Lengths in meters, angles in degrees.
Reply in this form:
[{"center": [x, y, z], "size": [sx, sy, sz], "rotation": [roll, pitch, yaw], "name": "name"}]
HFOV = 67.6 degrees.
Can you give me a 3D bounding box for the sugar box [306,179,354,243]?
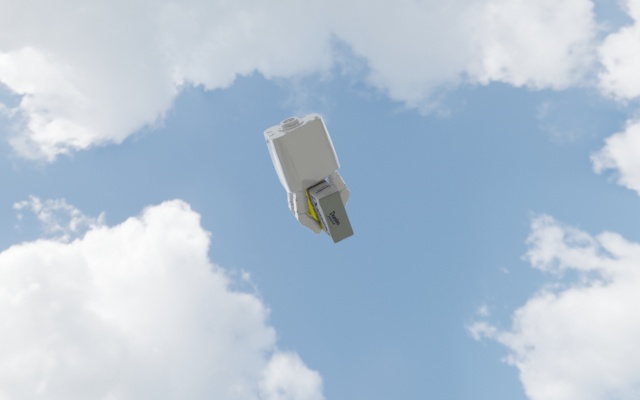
[{"center": [0.000, 0.003, 0.897], "size": [0.048, 0.093, 0.176], "rotation": [-24, 24, -8], "name": "sugar box"}]
